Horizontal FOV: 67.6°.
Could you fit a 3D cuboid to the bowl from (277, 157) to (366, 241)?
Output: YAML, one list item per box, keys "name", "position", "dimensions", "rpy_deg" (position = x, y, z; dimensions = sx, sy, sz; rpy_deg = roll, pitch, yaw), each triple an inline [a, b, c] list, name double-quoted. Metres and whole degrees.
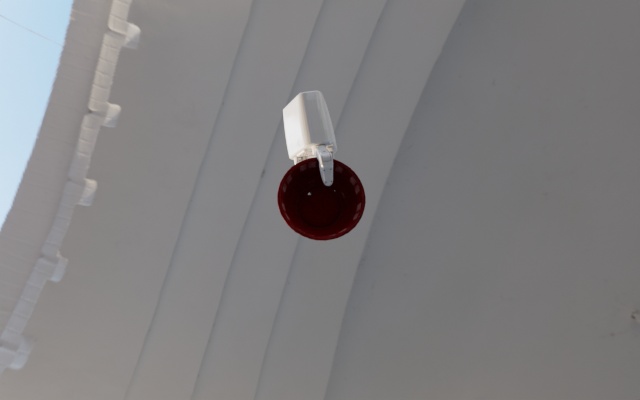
- name: "bowl"
  position: [0.000, 0.004, 0.891]
  dimensions: [0.162, 0.162, 0.055]
  rpy_deg: [0, -19, -6]
